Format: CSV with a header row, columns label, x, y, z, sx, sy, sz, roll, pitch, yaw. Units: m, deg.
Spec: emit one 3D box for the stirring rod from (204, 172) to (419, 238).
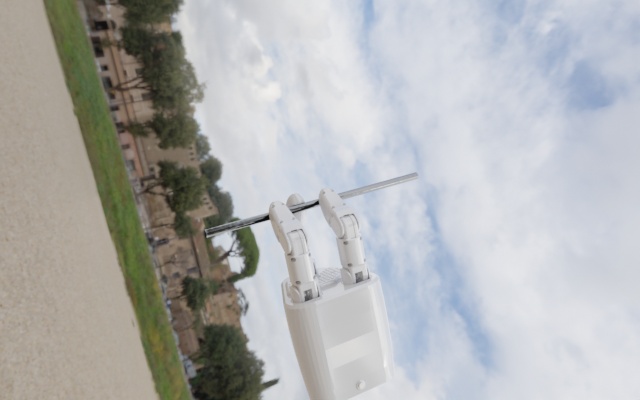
label,x,y,z,sx,sy,sz,roll,pitch,yaw
stirring rod,0.000,0.002,0.491,0.239,0.011,0.011,-15,6,-22
